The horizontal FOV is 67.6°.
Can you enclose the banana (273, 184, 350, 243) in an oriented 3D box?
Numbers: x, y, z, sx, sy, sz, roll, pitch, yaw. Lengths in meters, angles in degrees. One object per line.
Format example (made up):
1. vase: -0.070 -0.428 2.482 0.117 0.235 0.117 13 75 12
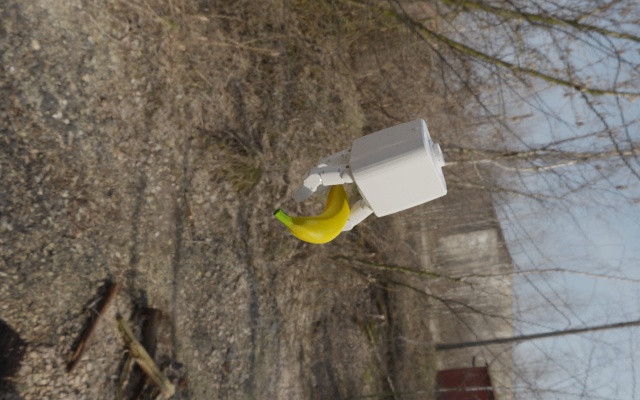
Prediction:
1. banana: 0.007 0.020 0.672 0.037 0.069 0.197 -26 -1 26
